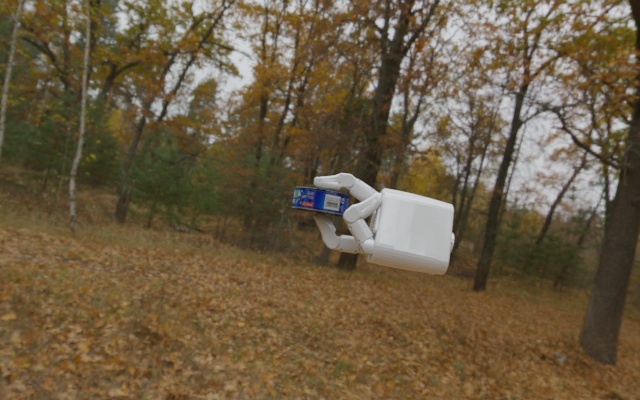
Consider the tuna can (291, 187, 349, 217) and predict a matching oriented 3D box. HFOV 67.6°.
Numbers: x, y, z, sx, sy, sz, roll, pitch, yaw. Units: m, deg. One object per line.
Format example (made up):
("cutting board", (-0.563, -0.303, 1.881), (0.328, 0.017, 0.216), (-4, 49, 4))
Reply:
("tuna can", (0.000, 0.002, 0.729), (0.086, 0.034, 0.086), (9, -3, 1))
